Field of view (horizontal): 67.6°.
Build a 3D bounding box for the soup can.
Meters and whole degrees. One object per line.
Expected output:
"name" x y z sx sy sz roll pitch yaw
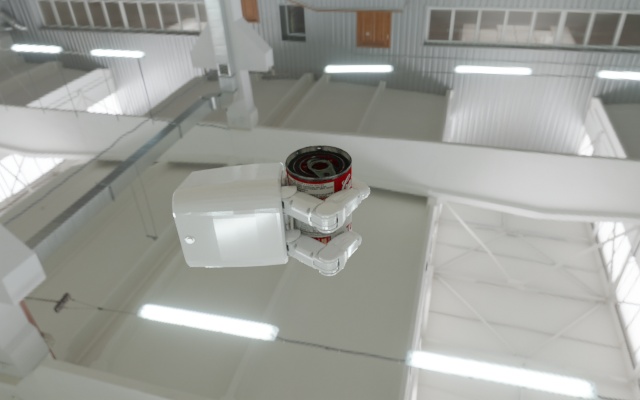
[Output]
"soup can" 0.001 0.002 0.512 0.068 0.102 0.068 -2 34 1
